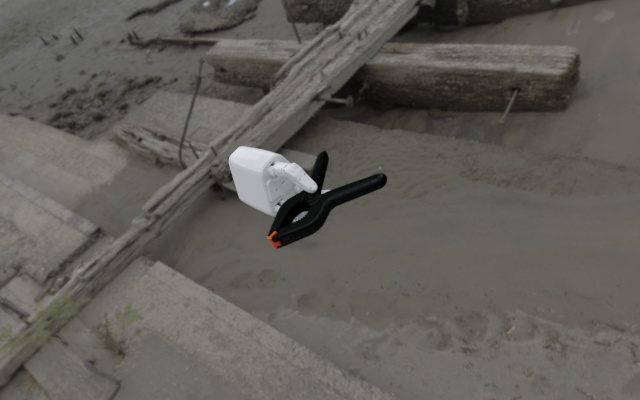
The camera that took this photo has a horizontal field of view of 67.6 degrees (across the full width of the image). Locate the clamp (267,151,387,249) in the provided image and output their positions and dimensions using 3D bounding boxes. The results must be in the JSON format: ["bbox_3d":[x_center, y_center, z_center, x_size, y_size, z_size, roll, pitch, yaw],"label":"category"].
[{"bbox_3d":[-0.001,0.002,0.792,0.164,0.210,0.036,18,-32,43],"label":"clamp"}]
